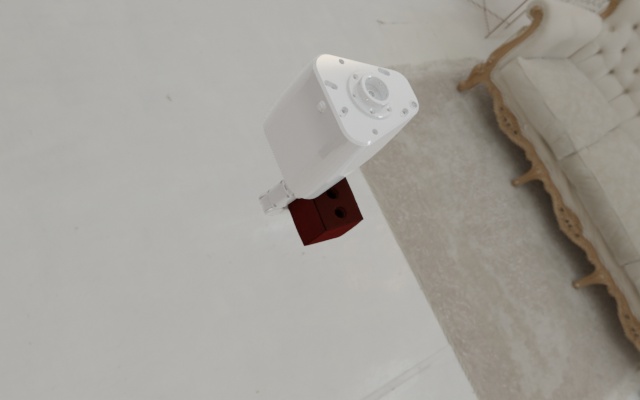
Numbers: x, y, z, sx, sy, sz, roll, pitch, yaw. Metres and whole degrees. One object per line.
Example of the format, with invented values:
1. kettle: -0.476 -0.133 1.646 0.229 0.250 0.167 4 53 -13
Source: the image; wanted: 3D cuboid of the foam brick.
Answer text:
1. foam brick: 0.000 0.002 0.515 0.053 0.078 0.051 -14 -15 -37
